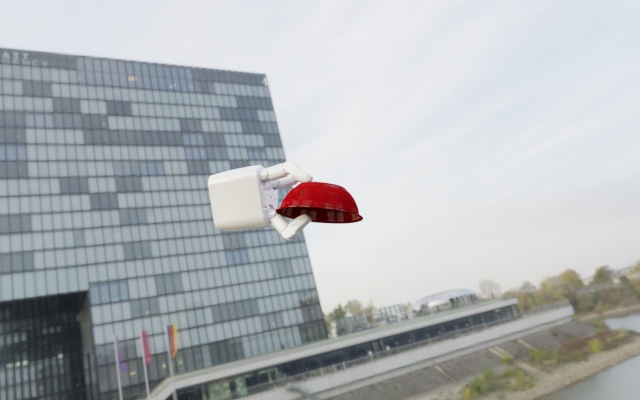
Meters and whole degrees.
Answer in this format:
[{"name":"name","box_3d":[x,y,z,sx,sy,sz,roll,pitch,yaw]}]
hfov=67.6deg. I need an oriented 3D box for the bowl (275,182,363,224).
[{"name":"bowl","box_3d":[0.002,0.003,0.877,0.162,0.055,0.162,5,-12,1]}]
